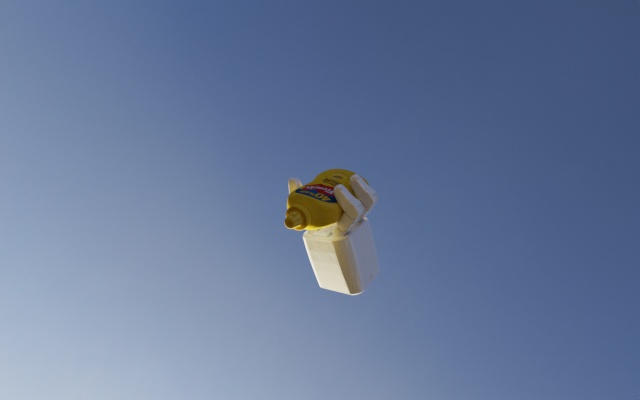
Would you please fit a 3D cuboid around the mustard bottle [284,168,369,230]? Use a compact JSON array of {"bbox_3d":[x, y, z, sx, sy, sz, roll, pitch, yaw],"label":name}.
[{"bbox_3d":[0.000,0.002,0.797,0.096,0.058,0.191,19,30,25],"label":"mustard bottle"}]
